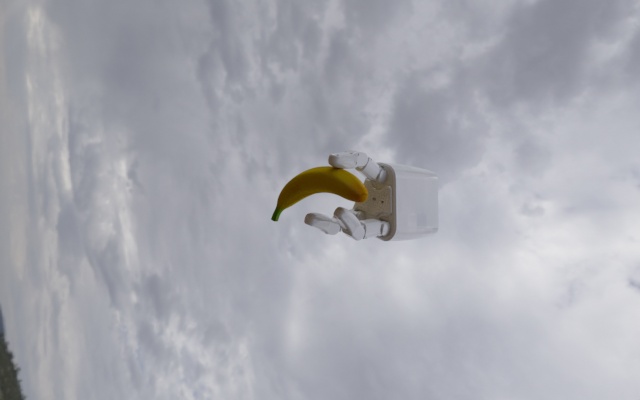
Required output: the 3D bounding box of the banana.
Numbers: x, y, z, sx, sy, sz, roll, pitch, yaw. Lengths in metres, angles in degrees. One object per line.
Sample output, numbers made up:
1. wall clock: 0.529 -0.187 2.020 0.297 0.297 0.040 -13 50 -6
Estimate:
1. banana: -0.003 -0.015 0.682 0.037 0.069 0.198 8 -15 -39
